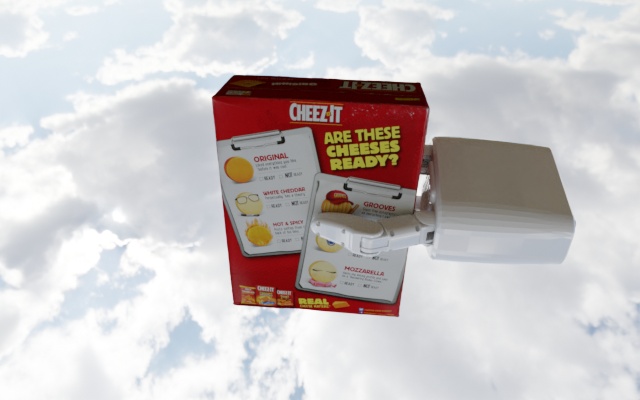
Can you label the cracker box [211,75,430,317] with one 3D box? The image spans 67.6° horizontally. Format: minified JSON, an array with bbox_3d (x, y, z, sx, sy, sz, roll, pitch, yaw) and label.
[{"bbox_3d":[0.000,0.002,0.431,0.164,0.214,0.072,3,31,4],"label":"cracker box"}]
